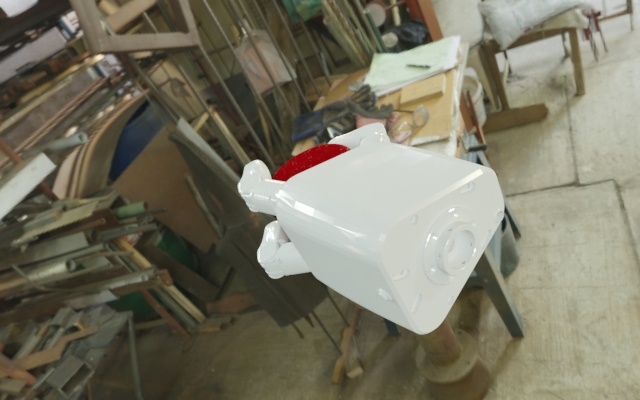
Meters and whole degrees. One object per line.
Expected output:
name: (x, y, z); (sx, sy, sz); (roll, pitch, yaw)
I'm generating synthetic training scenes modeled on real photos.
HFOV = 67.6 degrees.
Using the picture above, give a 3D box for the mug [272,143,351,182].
mug: (-0.001, 0.001, 0.431); (0.093, 0.081, 0.117); (-42, 34, -18)
